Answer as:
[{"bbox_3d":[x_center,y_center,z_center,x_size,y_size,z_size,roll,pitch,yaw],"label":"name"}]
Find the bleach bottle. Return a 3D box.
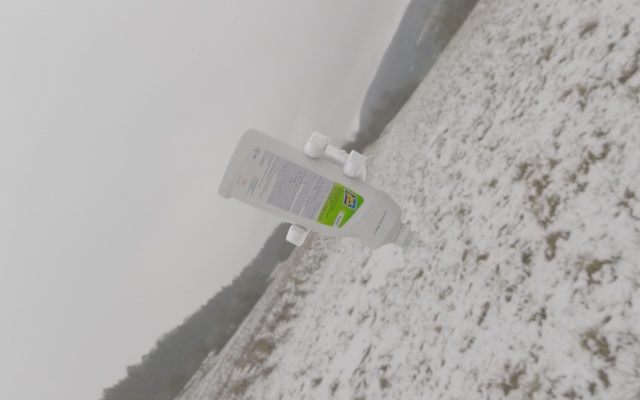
[{"bbox_3d":[0.000,0.002,0.620,0.251,0.102,0.068,27,15,3],"label":"bleach bottle"}]
